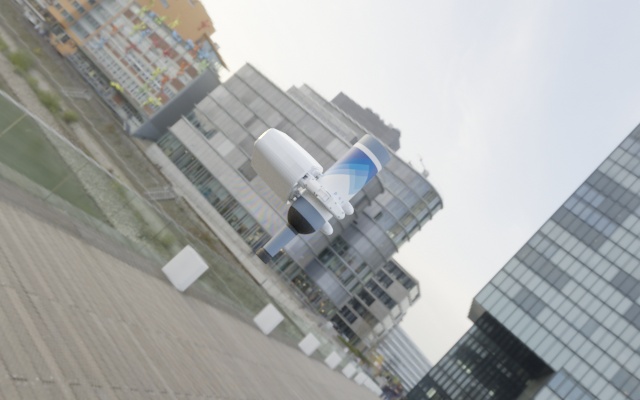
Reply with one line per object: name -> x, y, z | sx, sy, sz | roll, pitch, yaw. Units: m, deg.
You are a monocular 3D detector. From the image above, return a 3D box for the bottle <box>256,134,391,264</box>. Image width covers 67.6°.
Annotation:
bottle -> 0.000, 0.003, 0.862 | 0.295, 0.069, 0.069 | -43, 7, -8
